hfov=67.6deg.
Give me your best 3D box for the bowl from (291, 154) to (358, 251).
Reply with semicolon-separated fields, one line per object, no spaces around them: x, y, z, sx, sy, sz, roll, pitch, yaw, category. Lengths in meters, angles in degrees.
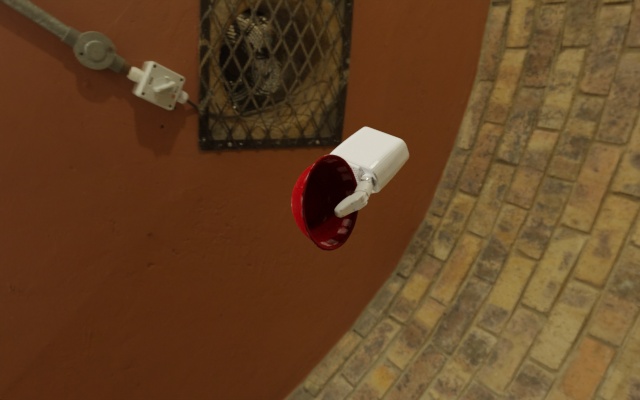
-0.001;0.003;0.812;0.055;0.162;0.162;3;1;37;bowl
